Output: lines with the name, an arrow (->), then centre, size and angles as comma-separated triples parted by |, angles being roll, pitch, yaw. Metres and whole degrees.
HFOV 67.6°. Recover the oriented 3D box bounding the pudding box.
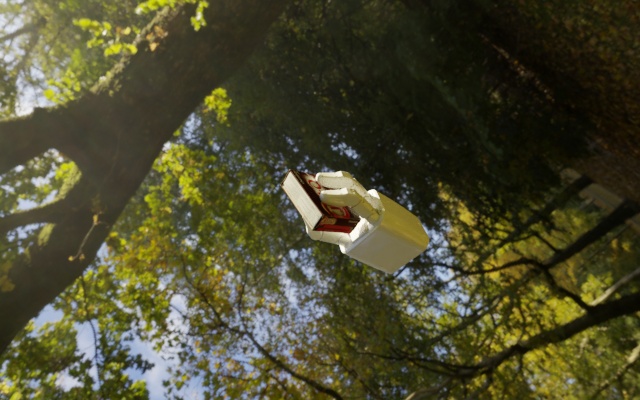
pudding box -> 0.000, 0.003, 0.767 | 0.090, 0.039, 0.113 | 9, 33, -46
